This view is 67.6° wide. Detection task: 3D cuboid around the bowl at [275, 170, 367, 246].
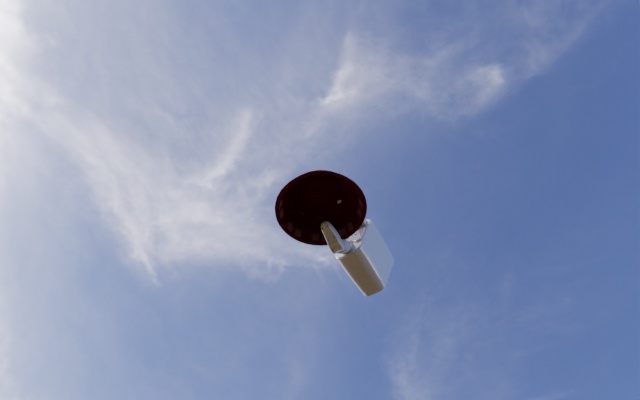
[{"bbox_3d":[0.000,0.002,0.854,0.162,0.162,0.055,0,36,-2],"label":"bowl"}]
